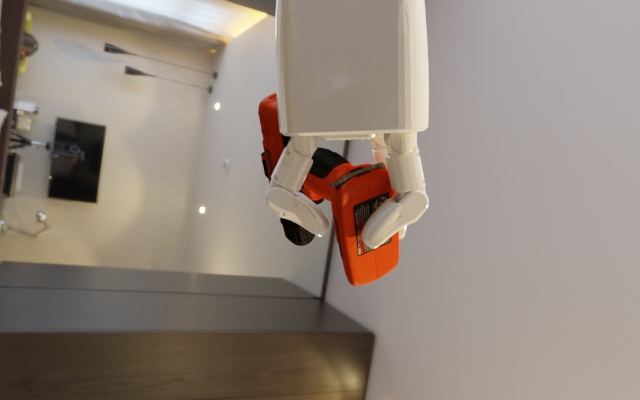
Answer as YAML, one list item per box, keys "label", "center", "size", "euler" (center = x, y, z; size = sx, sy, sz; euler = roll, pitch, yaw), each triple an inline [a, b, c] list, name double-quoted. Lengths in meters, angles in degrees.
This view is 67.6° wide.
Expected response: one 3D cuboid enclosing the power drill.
- label: "power drill"
  center: [0.000, 0.001, 0.470]
  size: [0.057, 0.185, 0.187]
  euler: [-24, 36, -21]
